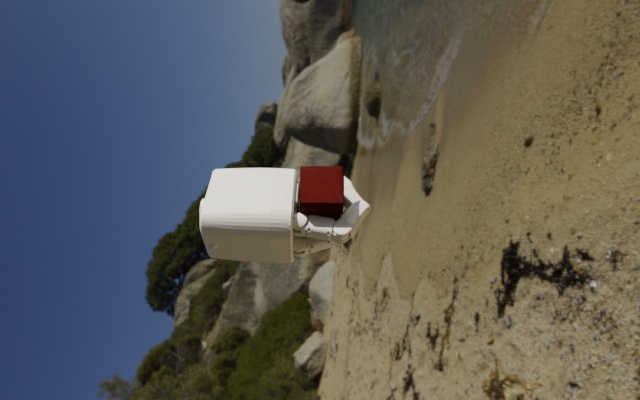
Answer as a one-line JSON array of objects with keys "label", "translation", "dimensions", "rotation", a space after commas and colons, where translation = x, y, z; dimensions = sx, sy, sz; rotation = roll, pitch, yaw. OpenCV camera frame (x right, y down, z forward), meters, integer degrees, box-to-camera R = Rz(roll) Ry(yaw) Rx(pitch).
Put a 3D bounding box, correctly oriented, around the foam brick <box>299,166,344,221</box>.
[{"label": "foam brick", "translation": [0.000, 0.002, 0.572], "dimensions": [0.051, 0.053, 0.078], "rotation": [2, -34, -1]}]
